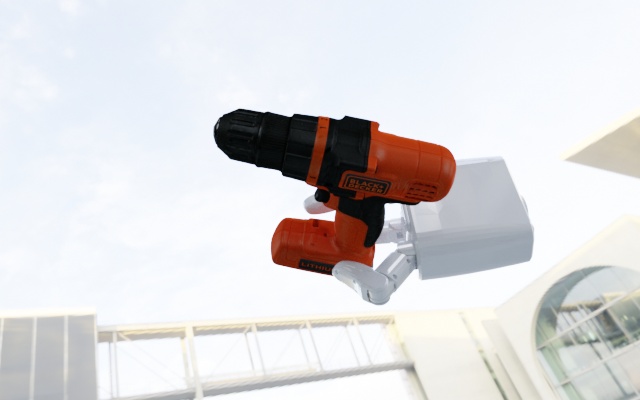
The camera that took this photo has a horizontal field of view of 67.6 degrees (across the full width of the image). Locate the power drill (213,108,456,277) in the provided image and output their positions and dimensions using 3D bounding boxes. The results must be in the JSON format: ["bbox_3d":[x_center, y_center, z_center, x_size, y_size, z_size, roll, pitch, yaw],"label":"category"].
[{"bbox_3d":[0.000,0.002,0.418,0.184,0.057,0.188,12,-32,-3],"label":"power drill"}]
